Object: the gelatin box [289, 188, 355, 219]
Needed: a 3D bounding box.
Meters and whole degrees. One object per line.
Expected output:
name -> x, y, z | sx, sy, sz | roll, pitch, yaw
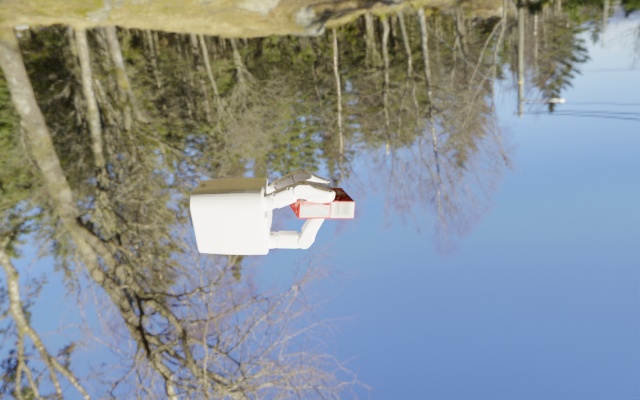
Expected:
gelatin box -> 0.000, 0.003, 0.731 | 0.089, 0.030, 0.073 | 0, 18, -14
